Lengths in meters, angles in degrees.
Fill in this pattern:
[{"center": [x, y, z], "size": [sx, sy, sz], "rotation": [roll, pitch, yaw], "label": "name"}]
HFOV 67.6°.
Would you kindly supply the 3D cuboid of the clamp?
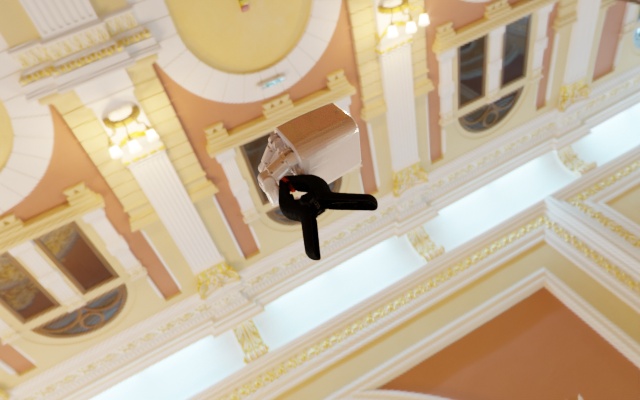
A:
[{"center": [0.000, 0.003, 0.685], "size": [0.120, 0.039, 0.171], "rotation": [-30, 44, -10], "label": "clamp"}]
